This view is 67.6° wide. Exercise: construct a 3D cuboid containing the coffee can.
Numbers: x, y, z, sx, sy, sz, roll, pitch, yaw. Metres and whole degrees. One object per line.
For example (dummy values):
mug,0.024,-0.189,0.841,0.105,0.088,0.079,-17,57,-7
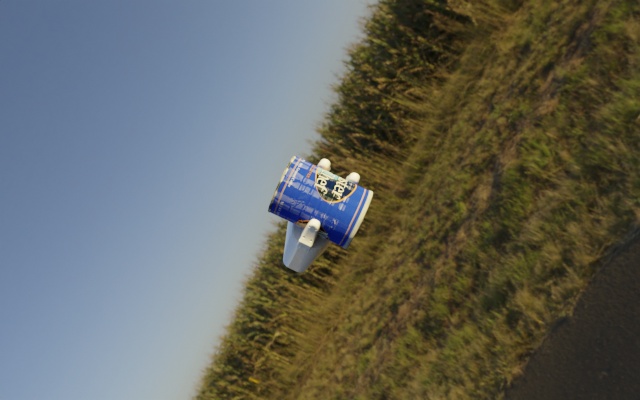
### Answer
coffee can,0.000,0.003,0.774,0.140,0.103,0.103,25,0,0
